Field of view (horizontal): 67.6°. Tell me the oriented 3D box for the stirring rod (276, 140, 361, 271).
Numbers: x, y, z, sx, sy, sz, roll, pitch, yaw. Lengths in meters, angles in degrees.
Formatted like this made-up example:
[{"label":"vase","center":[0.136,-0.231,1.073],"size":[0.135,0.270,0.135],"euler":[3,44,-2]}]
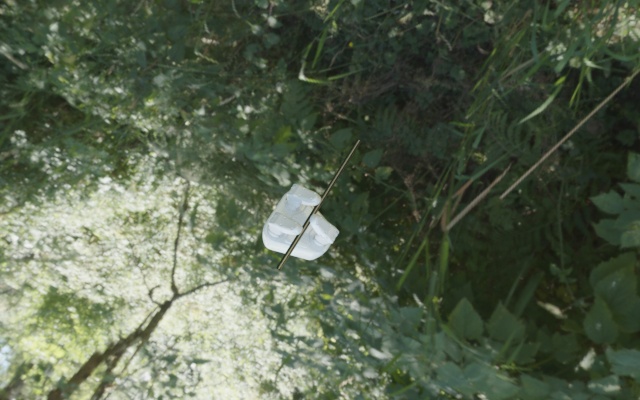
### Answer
[{"label":"stirring rod","center":[0.000,0.002,0.728],"size":[0.011,0.239,0.011],"euler":[29,-17,10]}]
